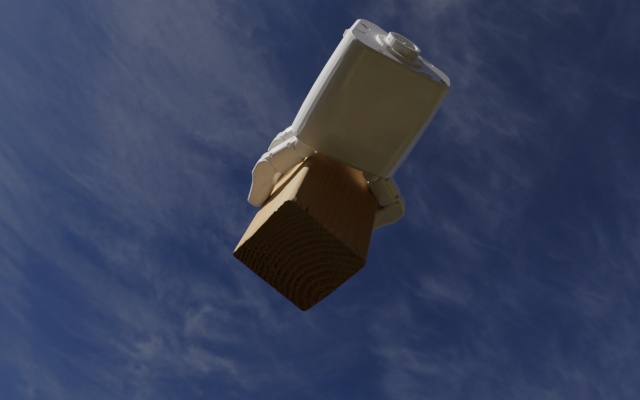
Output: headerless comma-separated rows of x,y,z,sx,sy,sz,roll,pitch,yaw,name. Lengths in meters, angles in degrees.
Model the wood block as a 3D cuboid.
0.001,0.002,0.504,0.090,0.091,0.206,-43,12,30,wood block
